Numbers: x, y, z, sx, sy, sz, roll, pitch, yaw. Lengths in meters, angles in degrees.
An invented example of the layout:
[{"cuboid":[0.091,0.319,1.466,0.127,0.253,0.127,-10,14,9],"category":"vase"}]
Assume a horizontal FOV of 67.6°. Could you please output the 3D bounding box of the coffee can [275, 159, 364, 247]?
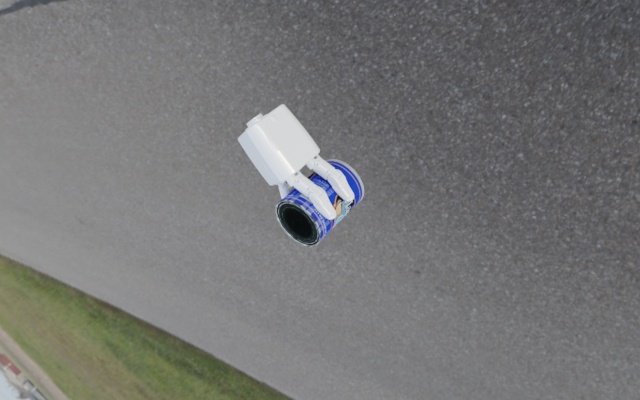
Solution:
[{"cuboid":[0.000,0.003,0.880,0.103,0.103,0.140,0,34,46],"category":"coffee can"}]
